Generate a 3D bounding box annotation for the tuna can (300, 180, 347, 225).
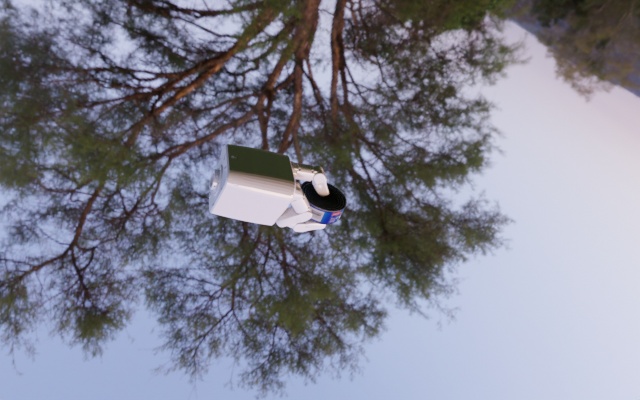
[{"bbox_3d":[0.000,0.003,0.836,0.086,0.034,0.086,16,34,-11],"label":"tuna can"}]
